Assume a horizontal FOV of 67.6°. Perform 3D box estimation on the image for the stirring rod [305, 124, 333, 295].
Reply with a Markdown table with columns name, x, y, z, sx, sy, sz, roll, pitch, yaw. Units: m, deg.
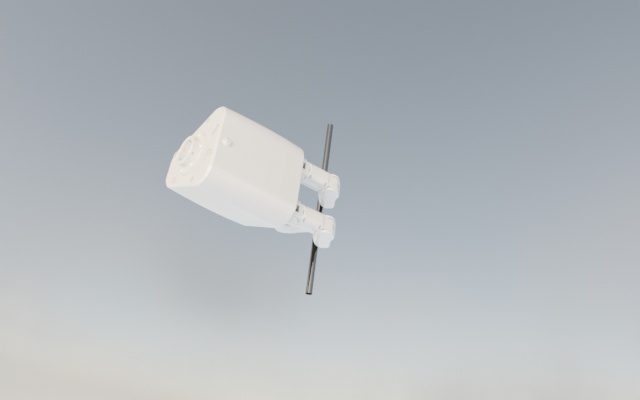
| name | x | y | z | sx | sy | sz | roll | pitch | yaw |
| --- | --- | --- | --- | --- | --- | --- | --- | --- | --- |
| stirring rod | 0.000 | 0.002 | 0.606 | 0.011 | 0.239 | 0.011 | 6 | -27 | 3 |
